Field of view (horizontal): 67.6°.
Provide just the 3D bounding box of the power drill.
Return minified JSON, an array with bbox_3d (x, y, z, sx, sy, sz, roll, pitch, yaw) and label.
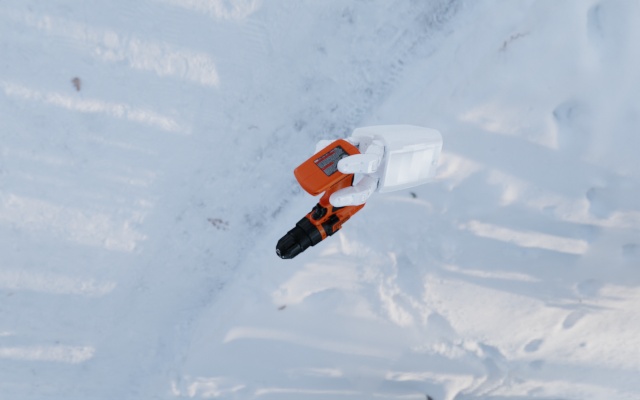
[{"bbox_3d":[0.000,0.002,0.752,0.184,0.057,0.188,-38,-23,-20],"label":"power drill"}]
